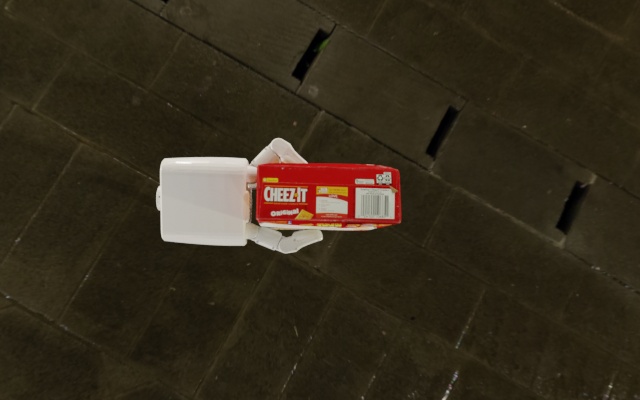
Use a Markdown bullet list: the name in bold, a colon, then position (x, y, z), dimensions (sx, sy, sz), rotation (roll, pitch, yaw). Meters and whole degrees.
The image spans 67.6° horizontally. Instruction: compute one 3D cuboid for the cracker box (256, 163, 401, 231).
- **cracker box**: position (0.000, 0.002, 0.632), dimensions (0.164, 0.072, 0.214), rotation (1, -6, -5)
